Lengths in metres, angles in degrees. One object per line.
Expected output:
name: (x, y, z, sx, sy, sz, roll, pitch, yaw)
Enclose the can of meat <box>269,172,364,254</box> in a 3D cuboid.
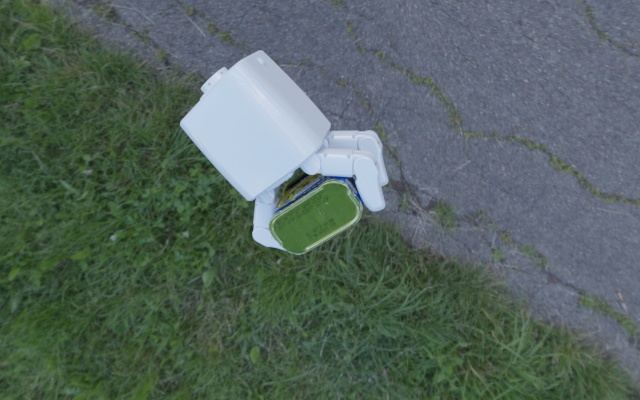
can of meat: (0.000, 0.002, 0.501, 0.102, 0.057, 0.084, -33, 15, 22)
